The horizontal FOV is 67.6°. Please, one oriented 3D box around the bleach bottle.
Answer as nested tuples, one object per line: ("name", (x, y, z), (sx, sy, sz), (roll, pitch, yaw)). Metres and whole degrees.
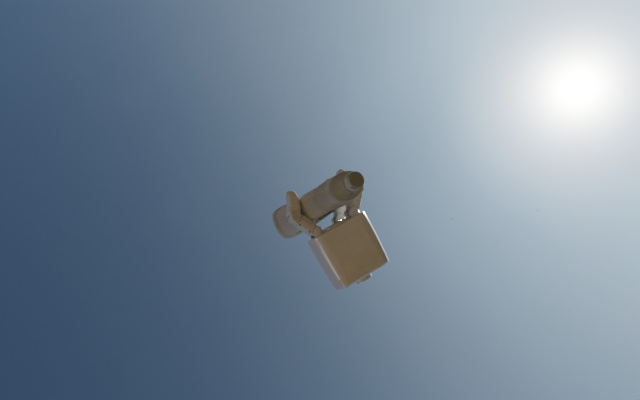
("bleach bottle", (0.000, 0.003, 0.881), (0.102, 0.068, 0.251), (-26, -3, -30))
